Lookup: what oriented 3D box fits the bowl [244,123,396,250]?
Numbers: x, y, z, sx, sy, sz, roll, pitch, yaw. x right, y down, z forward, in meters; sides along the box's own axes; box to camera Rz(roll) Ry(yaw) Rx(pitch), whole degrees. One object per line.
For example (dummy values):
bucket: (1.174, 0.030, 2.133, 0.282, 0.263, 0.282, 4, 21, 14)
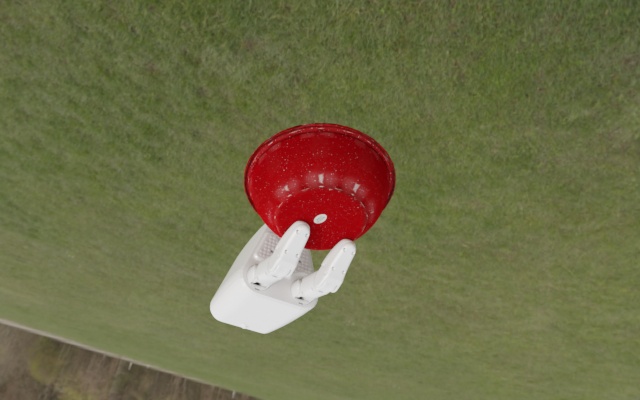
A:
bowl: (0.000, 0.001, 0.489, 0.162, 0.162, 0.055, 0, 44, -2)
